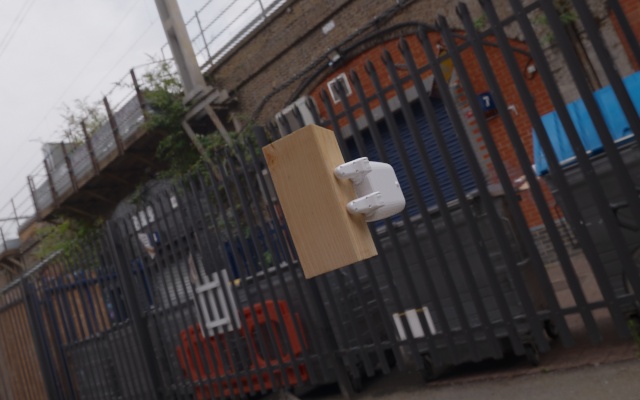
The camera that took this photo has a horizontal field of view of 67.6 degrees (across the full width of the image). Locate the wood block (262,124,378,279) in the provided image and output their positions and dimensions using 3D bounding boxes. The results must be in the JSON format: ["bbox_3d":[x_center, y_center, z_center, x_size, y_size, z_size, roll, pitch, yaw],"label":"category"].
[{"bbox_3d":[0.000,0.002,0.721,0.091,0.206,0.090,-23,-9,22],"label":"wood block"}]
